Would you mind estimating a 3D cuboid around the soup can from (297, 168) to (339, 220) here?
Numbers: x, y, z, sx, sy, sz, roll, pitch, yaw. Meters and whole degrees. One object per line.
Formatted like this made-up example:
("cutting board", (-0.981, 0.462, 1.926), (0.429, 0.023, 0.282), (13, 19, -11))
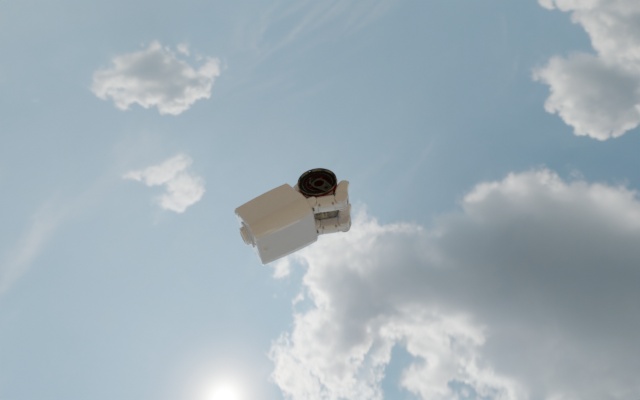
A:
("soup can", (0.001, 0.003, 0.848), (0.068, 0.102, 0.068), (-5, 43, 5))
